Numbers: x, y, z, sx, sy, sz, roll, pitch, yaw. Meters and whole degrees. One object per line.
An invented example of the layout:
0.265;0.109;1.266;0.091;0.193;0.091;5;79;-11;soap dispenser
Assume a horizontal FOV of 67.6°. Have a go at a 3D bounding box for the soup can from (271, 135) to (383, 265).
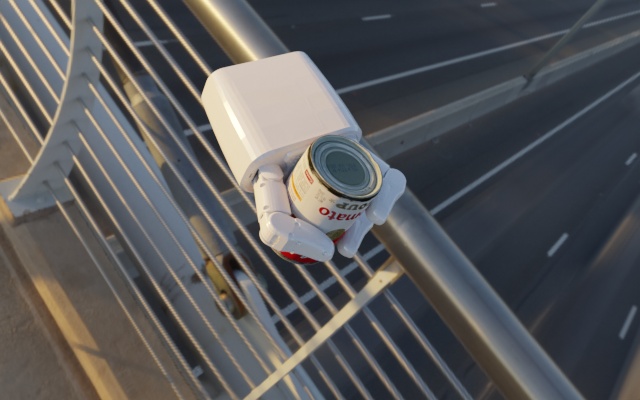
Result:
0.000;0.002;0.409;0.068;0.068;0.102;0;-35;-31;soup can
